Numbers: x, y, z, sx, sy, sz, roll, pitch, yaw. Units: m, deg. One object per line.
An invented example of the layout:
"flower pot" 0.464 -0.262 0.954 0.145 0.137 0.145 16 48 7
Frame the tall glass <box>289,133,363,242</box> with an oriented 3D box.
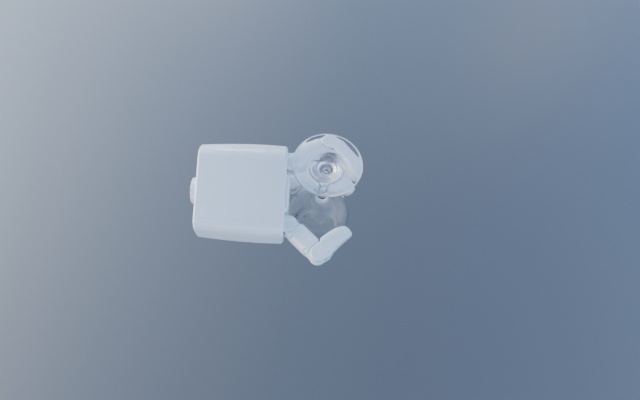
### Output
"tall glass" 0.000 0.002 0.586 0.079 0.079 0.201 0 -24 -4
